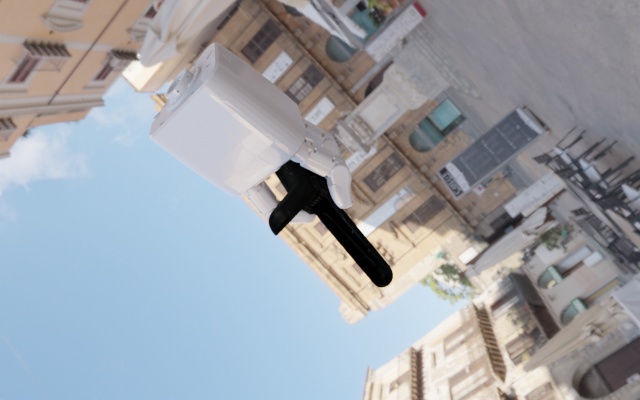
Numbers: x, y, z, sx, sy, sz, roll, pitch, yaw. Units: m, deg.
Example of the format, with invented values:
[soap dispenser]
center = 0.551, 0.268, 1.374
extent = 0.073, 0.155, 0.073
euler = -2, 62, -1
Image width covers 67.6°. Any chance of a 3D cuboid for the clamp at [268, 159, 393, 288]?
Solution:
[clamp]
center = -0.001, 0.002, 0.530
extent = 0.165, 0.036, 0.209
euler = 36, 21, -31
